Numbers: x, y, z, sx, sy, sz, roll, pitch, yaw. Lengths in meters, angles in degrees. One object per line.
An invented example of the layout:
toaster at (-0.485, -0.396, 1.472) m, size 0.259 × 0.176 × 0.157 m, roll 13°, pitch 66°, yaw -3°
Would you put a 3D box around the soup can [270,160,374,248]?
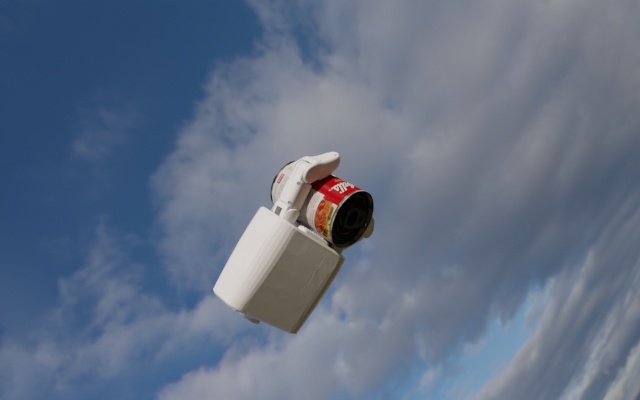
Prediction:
soup can at (0.000, 0.001, 0.543) m, size 0.102 × 0.068 × 0.068 m, roll 29°, pitch 18°, yaw 37°
